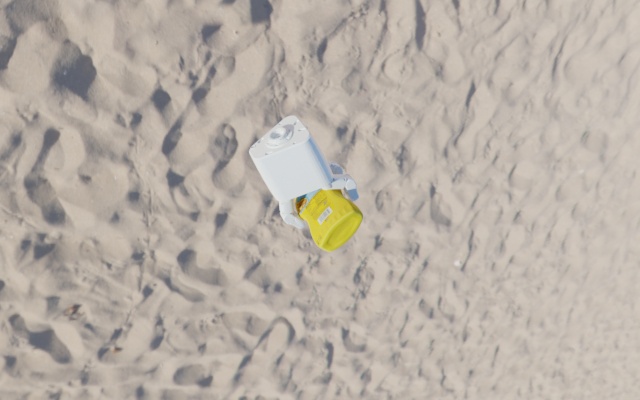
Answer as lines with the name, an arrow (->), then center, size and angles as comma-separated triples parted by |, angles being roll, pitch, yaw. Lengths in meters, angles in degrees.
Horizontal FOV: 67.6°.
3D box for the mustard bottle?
mustard bottle -> 0.000, 0.003, 0.899 | 0.058, 0.096, 0.191 | 29, 17, -40
